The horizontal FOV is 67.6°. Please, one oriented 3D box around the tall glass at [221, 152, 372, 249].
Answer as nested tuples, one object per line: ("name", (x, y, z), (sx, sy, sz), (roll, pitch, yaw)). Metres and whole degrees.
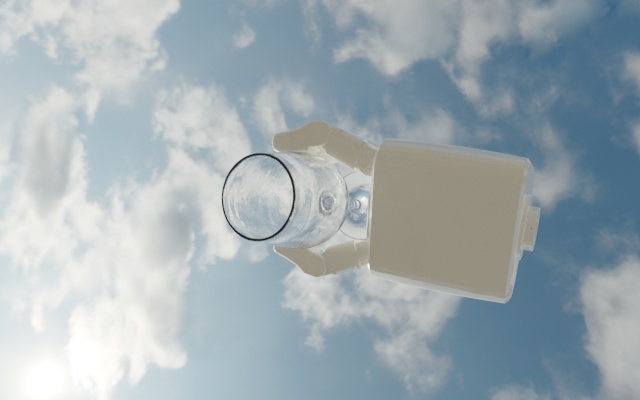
("tall glass", (0.000, 0.001, 0.419), (0.079, 0.079, 0.201), (0, -2, 27))
